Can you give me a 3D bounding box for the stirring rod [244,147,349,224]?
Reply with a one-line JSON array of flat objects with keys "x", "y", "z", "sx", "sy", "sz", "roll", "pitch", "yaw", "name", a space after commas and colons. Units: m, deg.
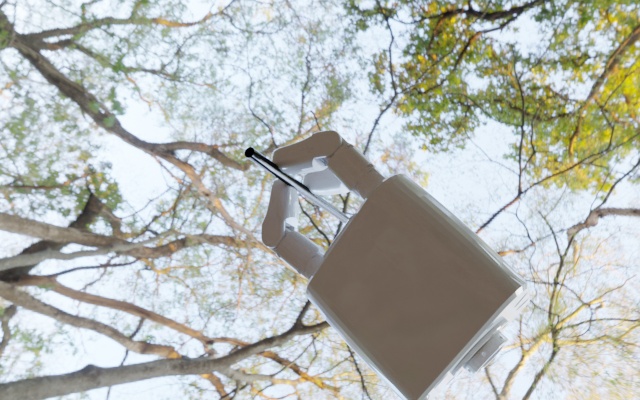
[{"x": 0.000, "y": 0.001, "z": 0.431, "sx": 0.011, "sy": 0.011, "sz": 0.239, "roll": 0, "pitch": -17, "yaw": 25, "name": "stirring rod"}]
